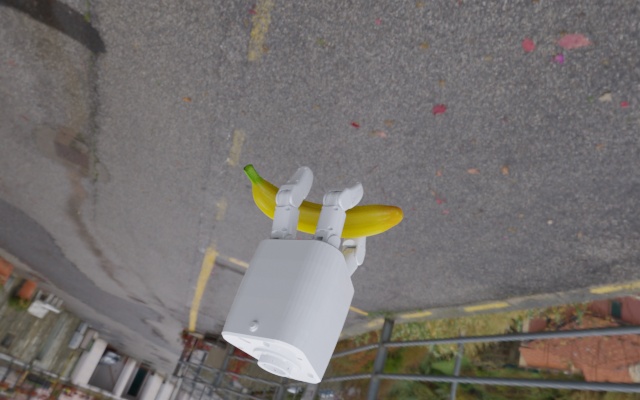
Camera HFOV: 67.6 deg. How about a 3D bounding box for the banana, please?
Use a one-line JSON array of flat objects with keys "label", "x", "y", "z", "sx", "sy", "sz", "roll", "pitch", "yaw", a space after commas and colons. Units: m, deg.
[{"label": "banana", "x": -0.002, "y": 0.013, "z": 0.563, "sx": 0.198, "sy": 0.037, "sz": 0.070, "roll": 15, "pitch": -37, "yaw": 15}]
